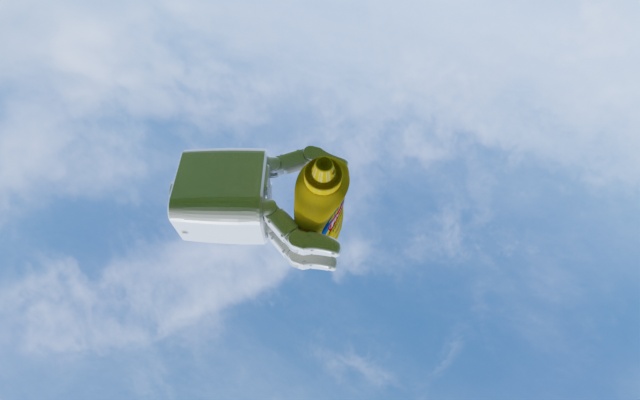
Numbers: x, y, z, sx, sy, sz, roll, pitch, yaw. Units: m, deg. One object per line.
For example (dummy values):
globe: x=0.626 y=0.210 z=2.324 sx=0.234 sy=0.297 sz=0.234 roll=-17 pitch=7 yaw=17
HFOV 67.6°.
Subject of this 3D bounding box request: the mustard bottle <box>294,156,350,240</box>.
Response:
mustard bottle: x=0.000 y=0.002 z=0.569 sx=0.058 sy=0.096 sz=0.192 roll=23 pitch=-23 yaw=9
